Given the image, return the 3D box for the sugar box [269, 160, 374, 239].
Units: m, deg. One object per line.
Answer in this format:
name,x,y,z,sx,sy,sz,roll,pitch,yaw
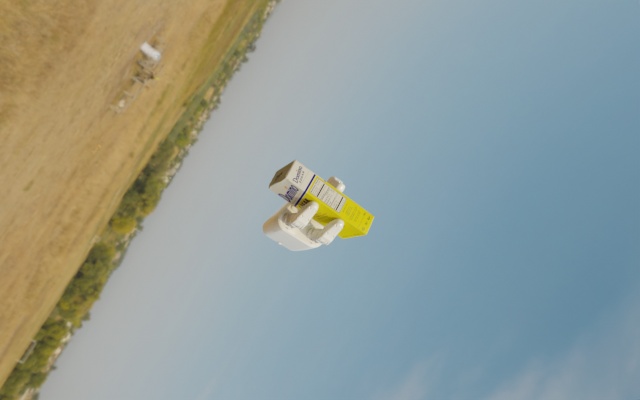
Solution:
sugar box,0.000,0.003,0.842,0.176,0.048,0.093,32,-21,-16
